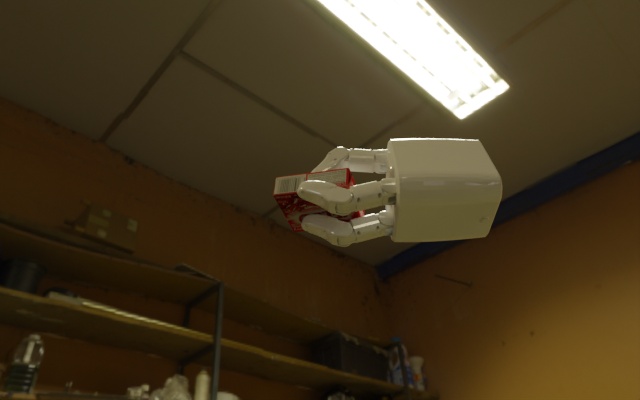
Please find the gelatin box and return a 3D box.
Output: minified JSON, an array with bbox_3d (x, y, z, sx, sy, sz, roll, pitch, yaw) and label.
[{"bbox_3d":[0.000,0.001,0.545,0.089,0.030,0.073,-7,-39,15],"label":"gelatin box"}]
